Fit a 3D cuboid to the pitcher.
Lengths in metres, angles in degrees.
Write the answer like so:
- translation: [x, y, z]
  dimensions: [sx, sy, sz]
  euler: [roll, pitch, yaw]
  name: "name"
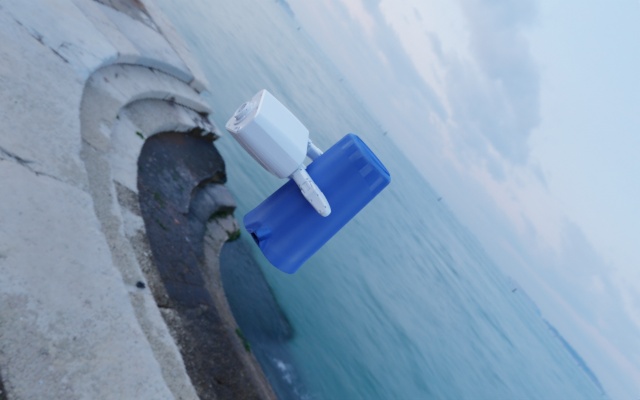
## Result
- translation: [0.000, 0.003, 0.821]
  dimensions: [0.145, 0.243, 0.149]
  euler: [44, 13, -26]
  name: "pitcher"
